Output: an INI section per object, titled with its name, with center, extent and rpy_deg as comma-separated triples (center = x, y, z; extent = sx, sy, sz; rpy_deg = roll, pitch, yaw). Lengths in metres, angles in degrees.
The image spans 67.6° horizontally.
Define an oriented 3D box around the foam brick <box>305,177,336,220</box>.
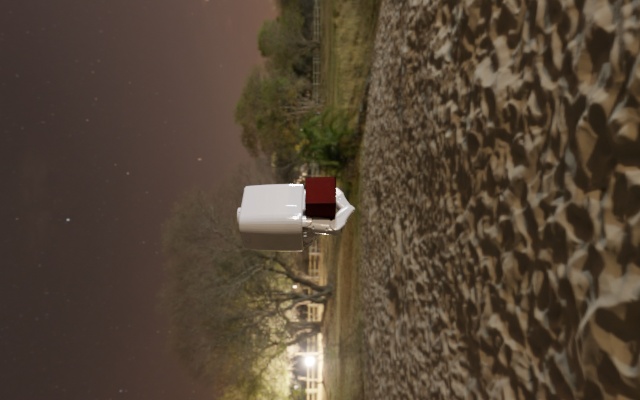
[foam brick]
center = 0.000, 0.002, 0.803
extent = 0.051, 0.053, 0.078
rpy_deg = 1, -32, 0
